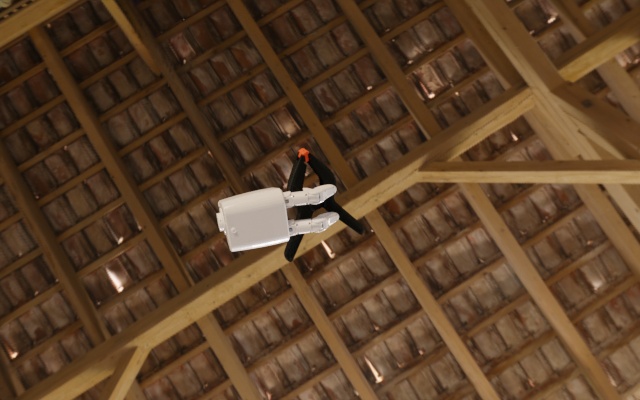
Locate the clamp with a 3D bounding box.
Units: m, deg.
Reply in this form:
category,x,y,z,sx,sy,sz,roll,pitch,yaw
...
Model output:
category,x,y,z,sx,sy,sz,roll,pitch,yaw
clamp,0.000,0.002,0.890,0.164,0.210,0.036,-13,23,-18
